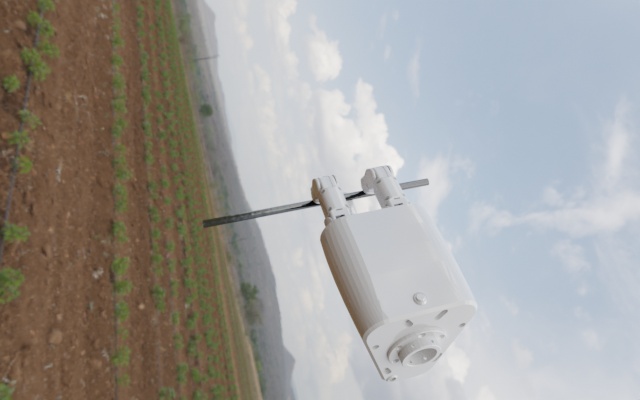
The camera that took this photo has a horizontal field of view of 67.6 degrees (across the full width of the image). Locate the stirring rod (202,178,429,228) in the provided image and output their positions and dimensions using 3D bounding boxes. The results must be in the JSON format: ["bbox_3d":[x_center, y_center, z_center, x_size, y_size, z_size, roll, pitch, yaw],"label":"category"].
[{"bbox_3d":[0.000,0.002,0.494,0.239,0.011,0.011,-11,2,-11],"label":"stirring rod"}]
